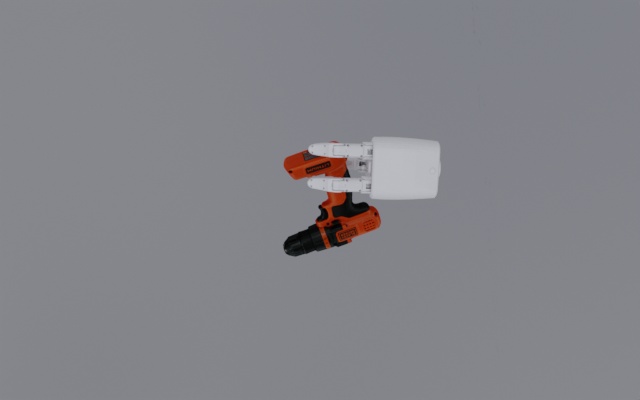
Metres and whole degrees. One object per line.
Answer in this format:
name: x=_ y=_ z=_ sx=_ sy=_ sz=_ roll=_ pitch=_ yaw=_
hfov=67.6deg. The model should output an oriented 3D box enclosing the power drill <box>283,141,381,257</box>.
power drill: x=0.000 y=0.002 z=0.834 sx=0.184 sy=0.188 sz=0.057 roll=-21 pitch=32 yaw=-1
